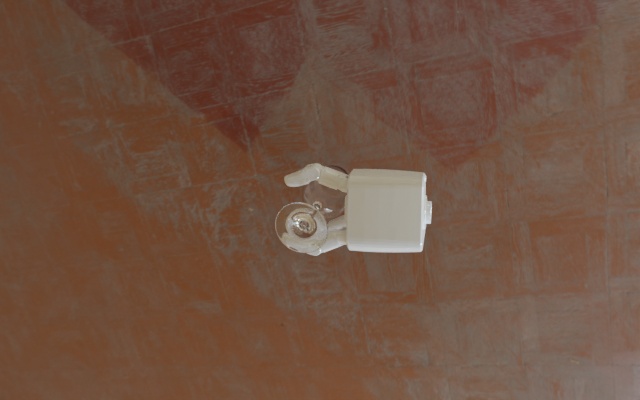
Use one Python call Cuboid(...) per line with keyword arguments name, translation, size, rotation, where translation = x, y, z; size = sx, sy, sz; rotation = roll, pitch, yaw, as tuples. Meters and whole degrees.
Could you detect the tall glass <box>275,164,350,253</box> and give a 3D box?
Cuboid(name="tall glass", translation=(0.000, 0.003, 0.728), size=(0.079, 0.079, 0.201), rotation=(0, 21, 16))
